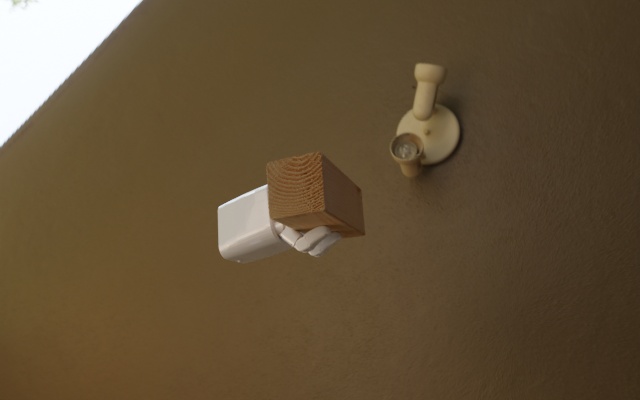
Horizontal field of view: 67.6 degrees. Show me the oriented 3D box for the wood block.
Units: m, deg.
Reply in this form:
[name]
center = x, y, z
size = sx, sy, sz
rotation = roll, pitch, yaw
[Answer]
[wood block]
center = 0.000, 0.002, 0.779
size = 0.090, 0.090, 0.206
rotation = -10, -17, 19
